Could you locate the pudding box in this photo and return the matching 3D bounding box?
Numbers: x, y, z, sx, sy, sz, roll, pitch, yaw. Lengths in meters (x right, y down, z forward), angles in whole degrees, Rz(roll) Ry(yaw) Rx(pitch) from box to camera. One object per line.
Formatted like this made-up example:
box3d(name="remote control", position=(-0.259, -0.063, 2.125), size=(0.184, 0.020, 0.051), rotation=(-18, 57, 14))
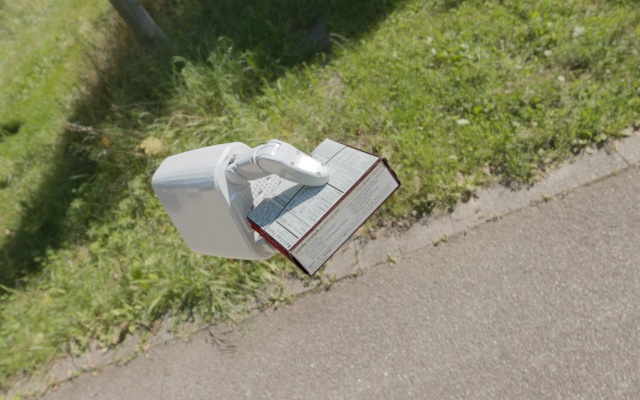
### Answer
box3d(name="pudding box", position=(0.000, 0.001, 0.415), size=(0.039, 0.113, 0.090), rotation=(50, -11, -34))
